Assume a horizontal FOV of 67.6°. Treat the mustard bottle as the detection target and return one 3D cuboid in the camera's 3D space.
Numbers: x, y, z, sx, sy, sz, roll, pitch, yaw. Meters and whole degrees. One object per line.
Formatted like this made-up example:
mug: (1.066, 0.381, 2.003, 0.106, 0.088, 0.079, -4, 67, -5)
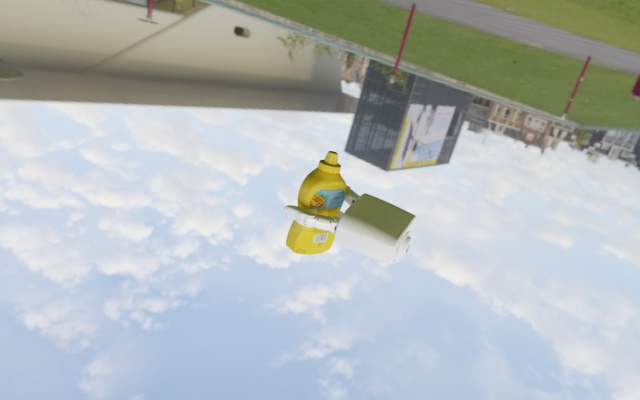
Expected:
mustard bottle: (0.000, 0.003, 0.866, 0.096, 0.192, 0.058, -3, 26, -39)
